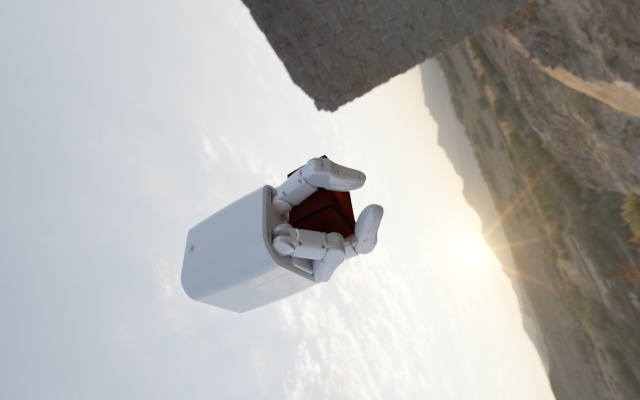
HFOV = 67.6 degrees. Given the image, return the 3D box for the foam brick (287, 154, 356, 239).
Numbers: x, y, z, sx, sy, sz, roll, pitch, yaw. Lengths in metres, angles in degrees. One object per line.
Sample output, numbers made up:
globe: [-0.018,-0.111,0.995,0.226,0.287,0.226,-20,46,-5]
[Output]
foam brick: [0.000,0.001,0.500,0.051,0.078,0.053,-27,-49,19]
